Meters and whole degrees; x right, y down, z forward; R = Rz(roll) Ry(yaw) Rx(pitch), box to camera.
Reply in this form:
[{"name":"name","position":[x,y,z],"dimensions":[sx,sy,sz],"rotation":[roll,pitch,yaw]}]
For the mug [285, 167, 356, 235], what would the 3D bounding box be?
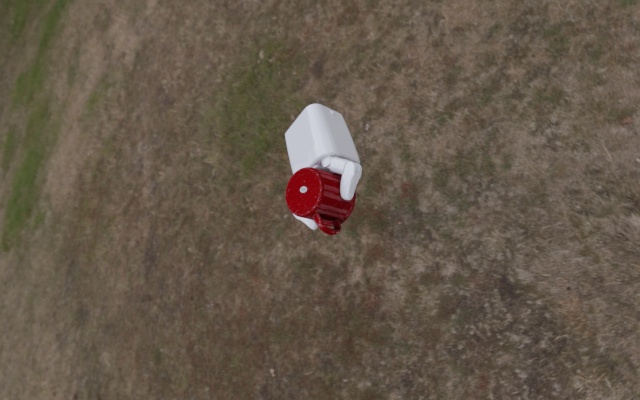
[{"name":"mug","position":[0.000,0.004,0.777],"dimensions":[0.093,0.117,0.081],"rotation":[-32,-28,32]}]
